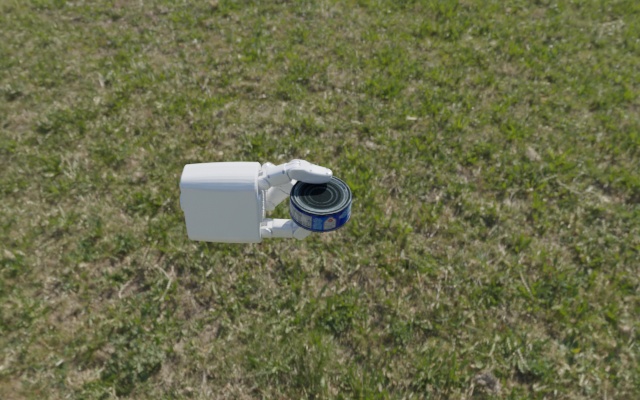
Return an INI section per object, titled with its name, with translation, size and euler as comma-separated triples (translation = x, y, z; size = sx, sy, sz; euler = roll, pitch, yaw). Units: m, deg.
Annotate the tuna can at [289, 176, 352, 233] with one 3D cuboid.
[tuna can]
translation = 0.000, 0.002, 0.655
size = 0.086, 0.034, 0.086
euler = 2, 42, -2
